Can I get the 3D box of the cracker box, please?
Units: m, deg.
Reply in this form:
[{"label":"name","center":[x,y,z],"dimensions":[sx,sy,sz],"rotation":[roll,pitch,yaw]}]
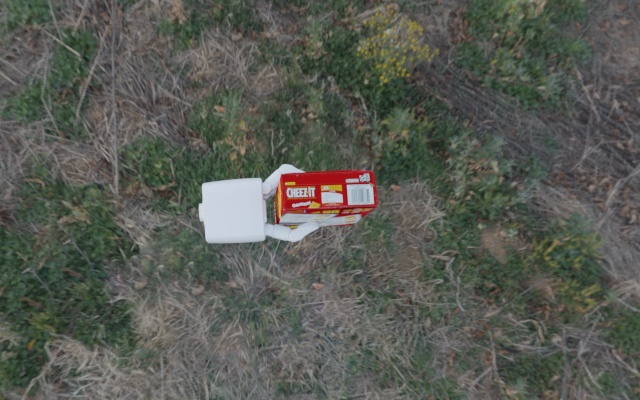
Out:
[{"label":"cracker box","center":[0.000,0.003,0.893],"dimensions":[0.164,0.072,0.214],"rotation":[-3,-11,-9]}]
